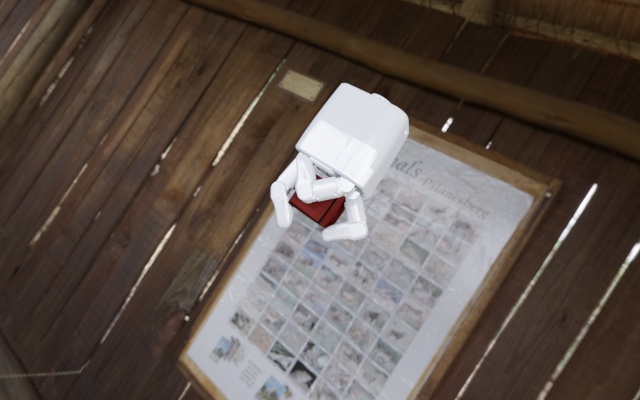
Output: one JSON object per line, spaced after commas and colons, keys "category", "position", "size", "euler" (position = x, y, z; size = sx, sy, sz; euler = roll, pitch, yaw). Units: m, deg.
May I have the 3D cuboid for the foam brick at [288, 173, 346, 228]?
{"category": "foam brick", "position": [0.000, 0.002, 0.635], "size": [0.053, 0.051, 0.078], "euler": [35, -1, 14]}
